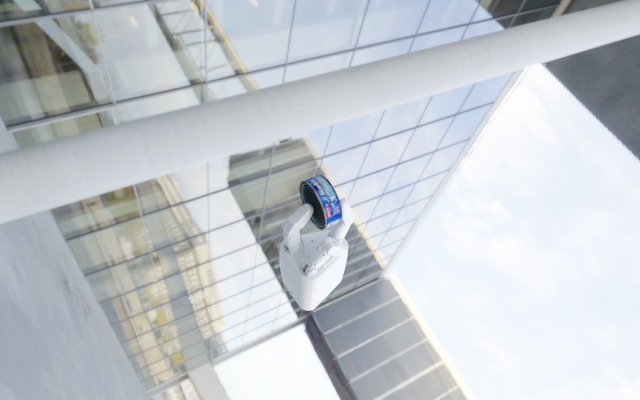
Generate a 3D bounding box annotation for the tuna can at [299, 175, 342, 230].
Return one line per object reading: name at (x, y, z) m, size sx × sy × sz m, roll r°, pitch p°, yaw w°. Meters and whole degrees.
tuna can at (0.001, 0.002, 0.776) m, size 0.034 × 0.086 × 0.086 m, roll -24°, pitch 8°, yaw -20°
